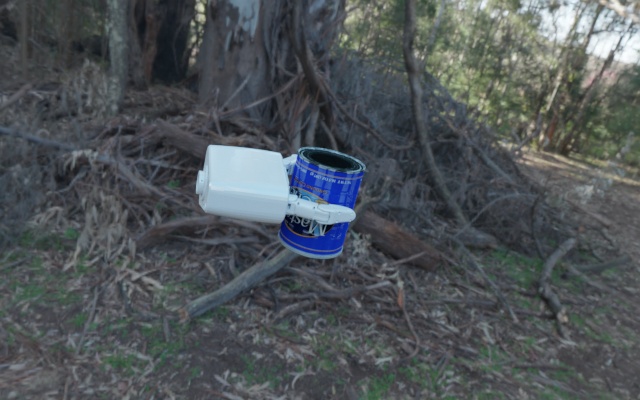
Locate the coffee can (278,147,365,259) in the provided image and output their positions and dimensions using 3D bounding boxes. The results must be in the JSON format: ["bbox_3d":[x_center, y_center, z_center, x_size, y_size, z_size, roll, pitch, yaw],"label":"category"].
[{"bbox_3d":[0.000,0.003,0.719,0.103,0.140,0.102,13,20,-5],"label":"coffee can"}]
